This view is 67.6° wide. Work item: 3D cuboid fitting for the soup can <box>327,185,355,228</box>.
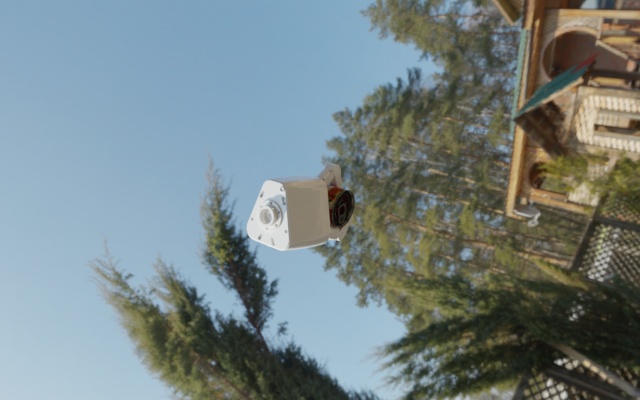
[{"bbox_3d":[0.000,0.003,0.849,0.102,0.068,0.068,17,9,33],"label":"soup can"}]
